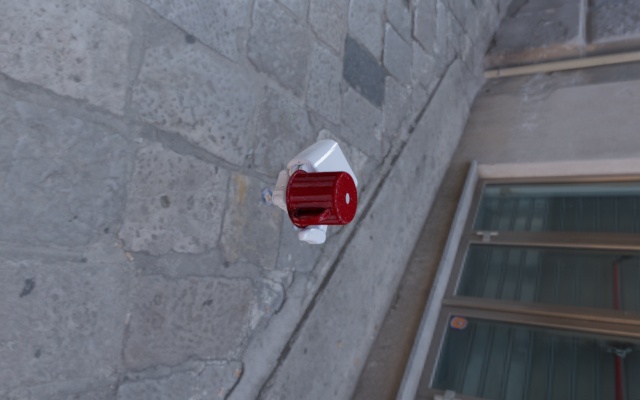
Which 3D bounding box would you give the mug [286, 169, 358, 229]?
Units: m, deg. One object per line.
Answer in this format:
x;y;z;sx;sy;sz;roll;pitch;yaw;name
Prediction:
0.000;0.003;0.720;0.081;0.093;0.117;-1;26;29;mug
